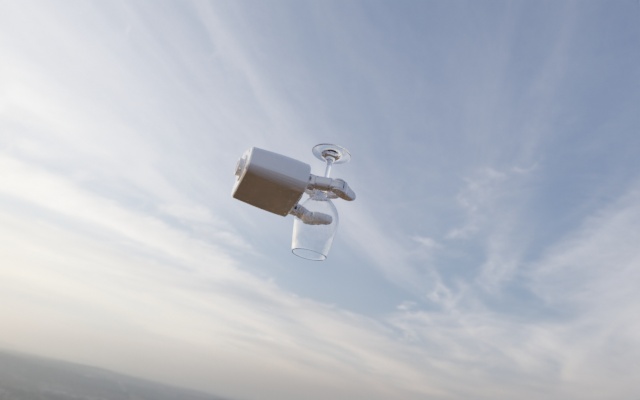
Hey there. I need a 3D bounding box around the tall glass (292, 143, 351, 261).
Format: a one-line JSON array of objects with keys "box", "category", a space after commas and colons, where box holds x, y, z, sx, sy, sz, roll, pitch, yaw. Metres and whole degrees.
[{"box": [0.000, 0.002, 0.852, 0.079, 0.201, 0.079, 10, -22, 4], "category": "tall glass"}]
